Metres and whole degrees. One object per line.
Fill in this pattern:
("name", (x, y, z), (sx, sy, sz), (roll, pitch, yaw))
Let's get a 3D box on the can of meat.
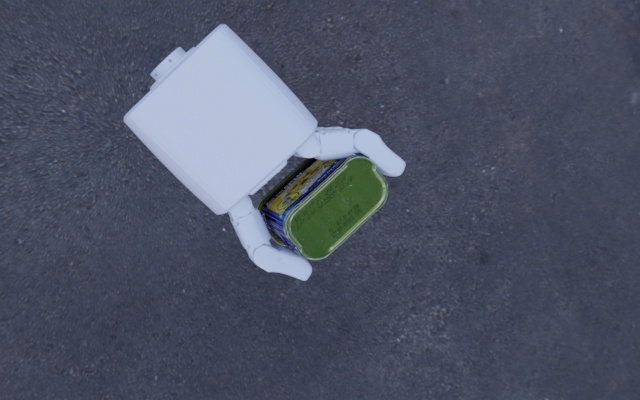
("can of meat", (0.000, 0.002, 0.428), (0.102, 0.057, 0.084), (-43, 19, -12))
